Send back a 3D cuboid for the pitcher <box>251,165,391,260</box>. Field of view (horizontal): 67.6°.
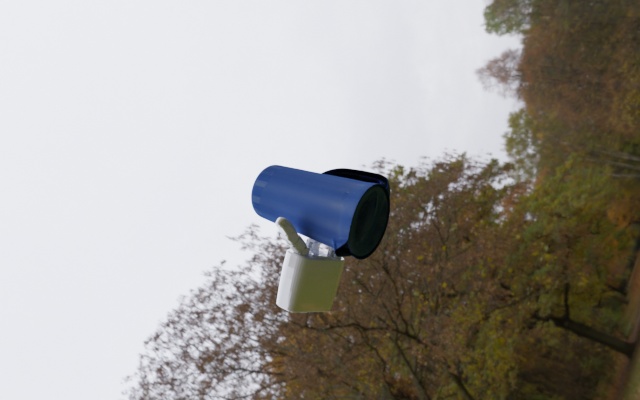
[{"bbox_3d":[0.000,0.003,0.873,0.243,0.145,0.149,17,9,33],"label":"pitcher"}]
